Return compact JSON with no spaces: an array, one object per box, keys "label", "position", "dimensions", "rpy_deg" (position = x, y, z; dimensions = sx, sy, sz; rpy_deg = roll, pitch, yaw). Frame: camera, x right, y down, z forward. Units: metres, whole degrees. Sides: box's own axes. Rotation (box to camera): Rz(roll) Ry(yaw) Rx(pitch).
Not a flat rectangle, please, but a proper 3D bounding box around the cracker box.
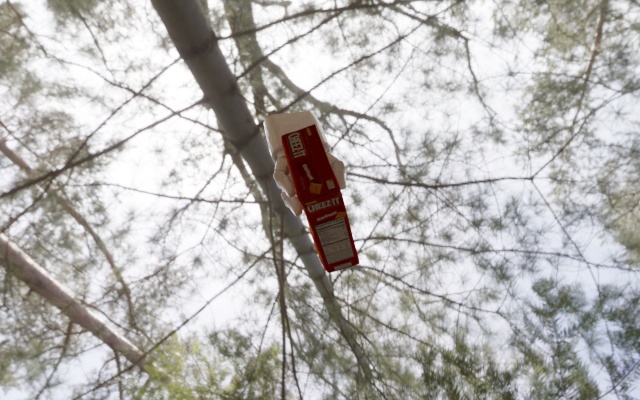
[{"label":"cracker box","position":[0.000,0.003,0.838],"dimensions":[0.072,0.164,0.214],"rpy_deg":[-19,-40,-1]}]
